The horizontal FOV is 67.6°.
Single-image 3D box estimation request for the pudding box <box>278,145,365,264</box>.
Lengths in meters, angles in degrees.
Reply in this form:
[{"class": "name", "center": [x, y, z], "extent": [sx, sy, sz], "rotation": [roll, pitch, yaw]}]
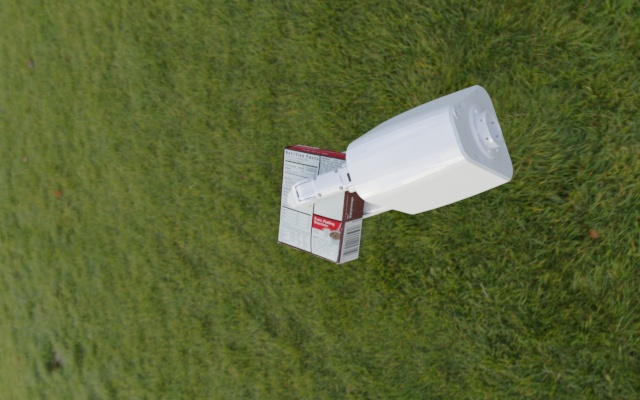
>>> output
[{"class": "pudding box", "center": [0.000, 0.002, 0.510], "extent": [0.090, 0.113, 0.039], "rotation": [16, 16, 37]}]
